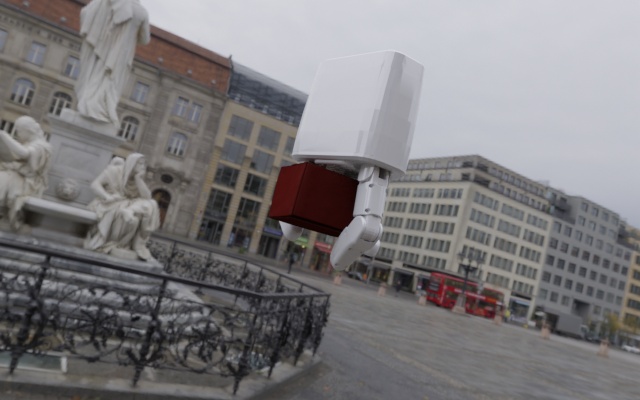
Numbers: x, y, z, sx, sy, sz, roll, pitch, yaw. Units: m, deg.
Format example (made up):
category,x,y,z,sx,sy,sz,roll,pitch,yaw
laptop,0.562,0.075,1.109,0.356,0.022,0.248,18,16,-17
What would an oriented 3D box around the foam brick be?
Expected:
category,x,y,z,sx,sy,sz,roll,pitch,yaw
foam brick,0.000,0.001,0.443,0.078,0.051,0.053,18,-10,-29
